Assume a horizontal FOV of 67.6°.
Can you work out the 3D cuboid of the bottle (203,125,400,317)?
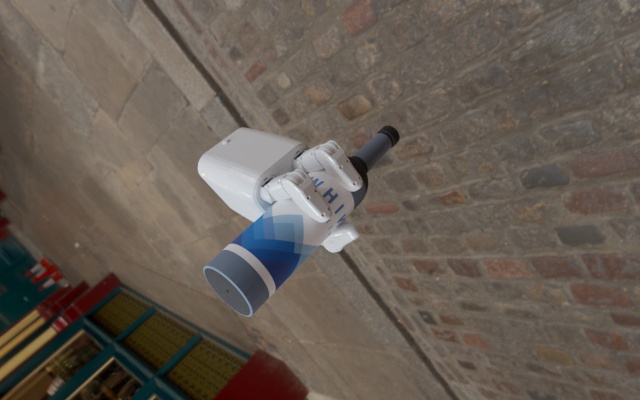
[{"bbox_3d":[0.000,0.002,0.539,0.069,0.069,0.295,0,36,50],"label":"bottle"}]
